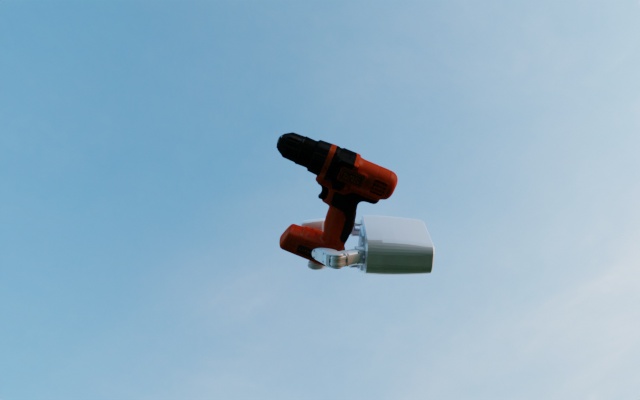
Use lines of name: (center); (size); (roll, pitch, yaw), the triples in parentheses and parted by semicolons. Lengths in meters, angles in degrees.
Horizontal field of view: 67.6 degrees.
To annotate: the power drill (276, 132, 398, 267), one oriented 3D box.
power drill: (0.000, 0.003, 0.727); (0.184, 0.188, 0.057); (23, 30, -1)
